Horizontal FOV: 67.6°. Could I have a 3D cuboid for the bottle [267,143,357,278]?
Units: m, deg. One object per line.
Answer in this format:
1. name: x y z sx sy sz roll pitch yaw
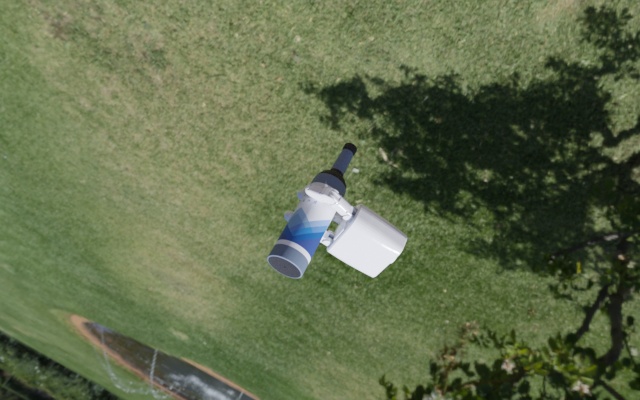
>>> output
1. bottle: 0.000 0.003 0.881 0.069 0.295 0.069 20 -33 14
